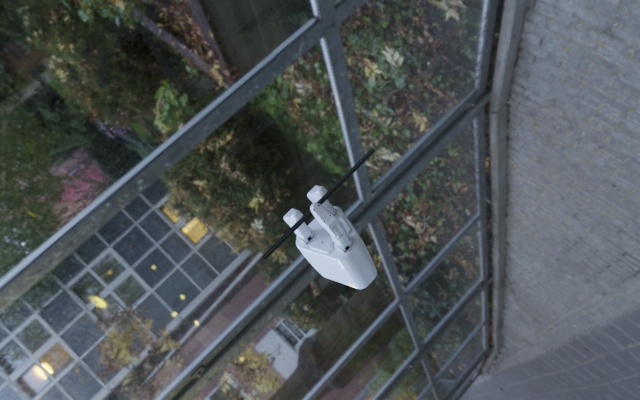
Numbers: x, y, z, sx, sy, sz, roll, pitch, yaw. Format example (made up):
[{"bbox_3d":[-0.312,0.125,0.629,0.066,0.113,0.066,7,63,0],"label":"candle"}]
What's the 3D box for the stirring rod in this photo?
[{"bbox_3d":[0.000,0.002,0.728,0.239,0.011,0.011,-45,12,-13],"label":"stirring rod"}]
